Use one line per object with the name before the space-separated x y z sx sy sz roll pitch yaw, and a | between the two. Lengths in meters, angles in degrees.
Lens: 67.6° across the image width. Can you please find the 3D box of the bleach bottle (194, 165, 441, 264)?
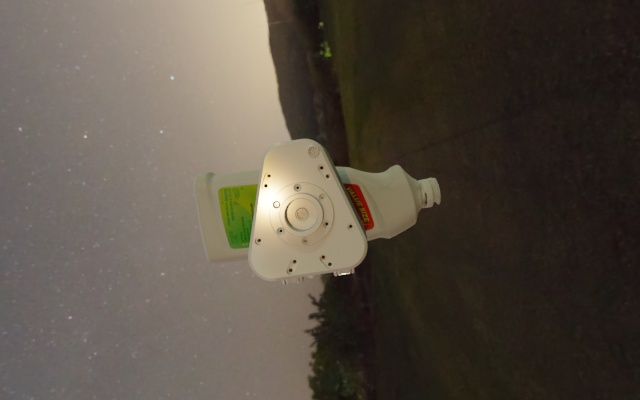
bleach bottle | 0.000 0.002 0.514 0.251 0.102 0.068 -9 2 0
